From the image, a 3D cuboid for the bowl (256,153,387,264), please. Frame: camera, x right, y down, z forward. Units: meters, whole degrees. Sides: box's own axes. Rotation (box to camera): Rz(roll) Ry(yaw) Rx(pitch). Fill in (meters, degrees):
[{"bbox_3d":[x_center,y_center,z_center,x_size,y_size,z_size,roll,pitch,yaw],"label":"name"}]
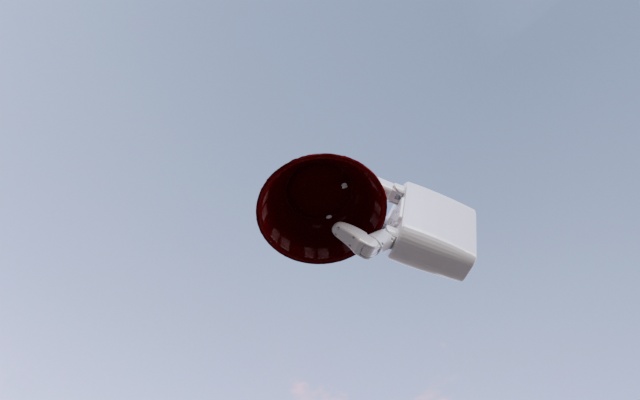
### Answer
[{"bbox_3d":[-0.001,0.001,0.604,0.162,0.162,0.055,0,32,-5],"label":"bowl"}]
